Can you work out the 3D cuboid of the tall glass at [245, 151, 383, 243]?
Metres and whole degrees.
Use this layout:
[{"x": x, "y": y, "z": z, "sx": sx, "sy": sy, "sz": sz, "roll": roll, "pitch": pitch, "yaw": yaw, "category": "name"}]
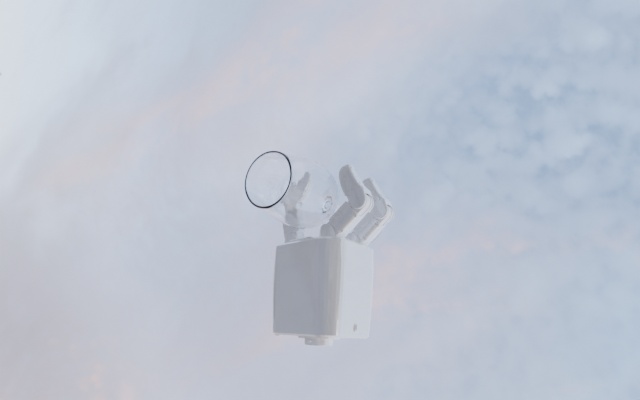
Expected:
[{"x": 0.000, "y": 0.002, "z": 0.566, "sx": 0.079, "sy": 0.079, "sz": 0.201, "roll": 0, "pitch": -14, "yaw": 34, "category": "tall glass"}]
